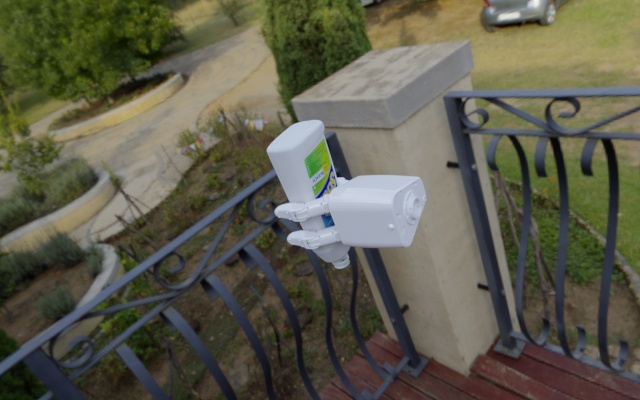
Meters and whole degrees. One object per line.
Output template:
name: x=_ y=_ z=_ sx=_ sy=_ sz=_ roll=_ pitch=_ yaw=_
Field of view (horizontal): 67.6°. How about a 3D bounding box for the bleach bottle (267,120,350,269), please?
bleach bottle: x=0.000 y=0.003 z=0.786 sx=0.068 sy=0.251 sz=0.102 roll=0 pitch=35 yaw=36
